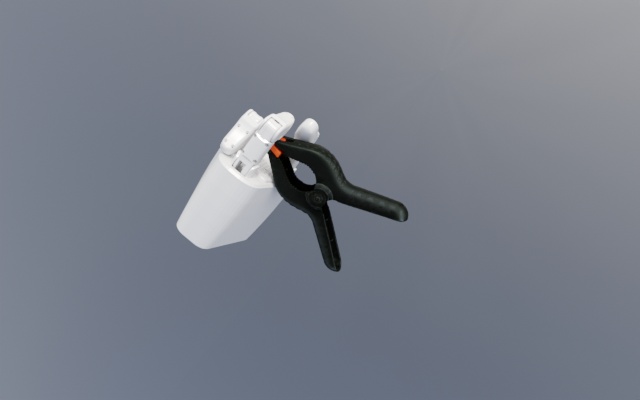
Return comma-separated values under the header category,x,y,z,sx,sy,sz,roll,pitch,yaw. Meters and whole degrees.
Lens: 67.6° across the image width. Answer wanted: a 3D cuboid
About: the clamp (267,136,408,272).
category,x,y,z,sx,sy,sz,roll,pitch,yaw
clamp,0.000,0.002,0.543,0.171,0.120,0.039,40,21,1
